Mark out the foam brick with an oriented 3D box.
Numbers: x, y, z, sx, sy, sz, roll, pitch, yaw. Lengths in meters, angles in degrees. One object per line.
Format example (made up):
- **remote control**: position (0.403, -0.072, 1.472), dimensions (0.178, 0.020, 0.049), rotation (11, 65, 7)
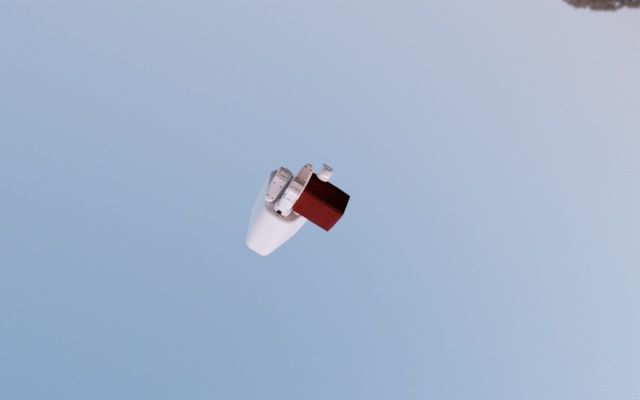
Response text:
- **foam brick**: position (0.000, 0.003, 0.782), dimensions (0.078, 0.051, 0.053), rotation (33, 40, -4)
